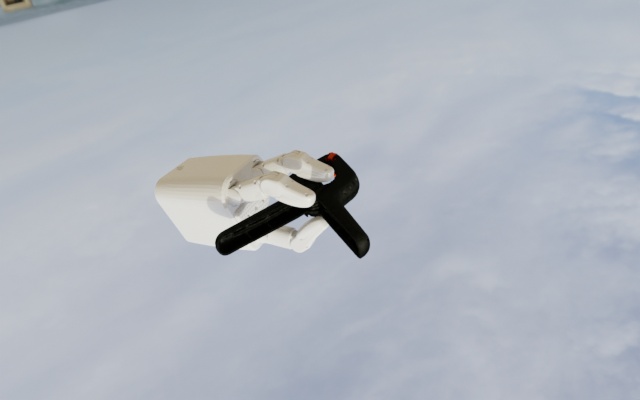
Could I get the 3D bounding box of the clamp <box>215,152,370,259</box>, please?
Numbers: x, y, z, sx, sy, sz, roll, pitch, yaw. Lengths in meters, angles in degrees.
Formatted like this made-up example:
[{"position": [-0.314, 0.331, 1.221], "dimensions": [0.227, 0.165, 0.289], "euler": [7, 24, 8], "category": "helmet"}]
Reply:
[{"position": [0.000, 0.002, 0.546], "dimensions": [0.164, 0.036, 0.210], "euler": [4, 32, 24], "category": "clamp"}]
